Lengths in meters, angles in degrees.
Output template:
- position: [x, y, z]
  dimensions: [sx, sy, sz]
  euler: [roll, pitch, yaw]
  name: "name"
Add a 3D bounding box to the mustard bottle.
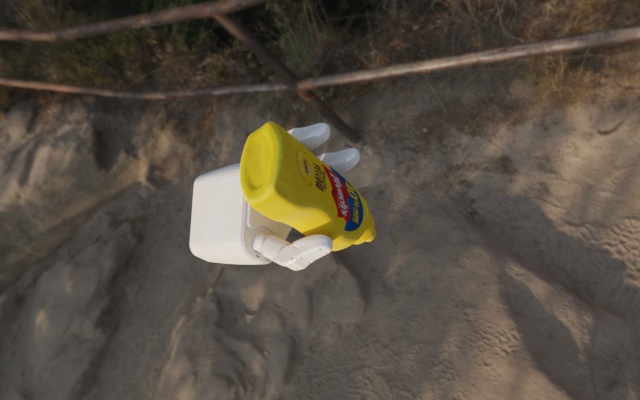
- position: [0.000, 0.001, 0.515]
  dimensions: [0.058, 0.096, 0.192]
  euler: [-30, -43, 26]
  name: "mustard bottle"
